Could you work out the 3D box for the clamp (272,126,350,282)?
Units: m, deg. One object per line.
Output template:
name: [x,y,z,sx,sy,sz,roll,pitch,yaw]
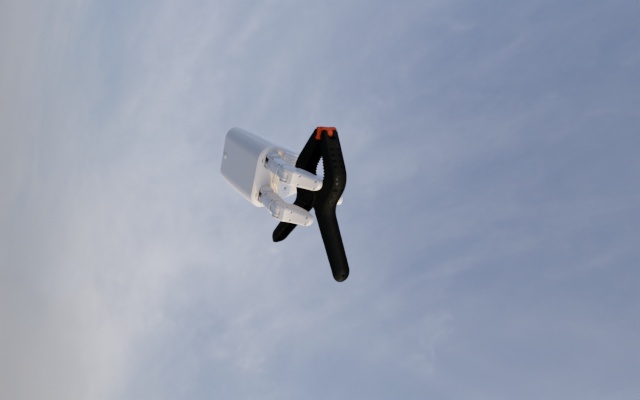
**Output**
clamp: [0.001,0.002,0.682,0.036,0.210,0.164,-7,29,-42]
